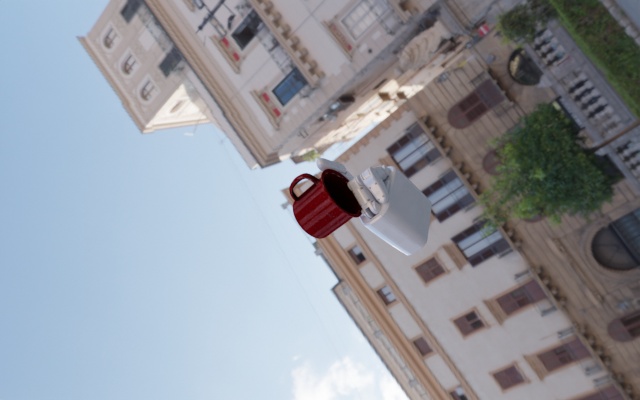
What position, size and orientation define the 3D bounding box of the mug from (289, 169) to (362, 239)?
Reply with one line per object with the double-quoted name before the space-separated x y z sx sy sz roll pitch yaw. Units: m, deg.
"mug" -0.001 0.002 0.771 0.117 0.093 0.081 37 -58 -23
